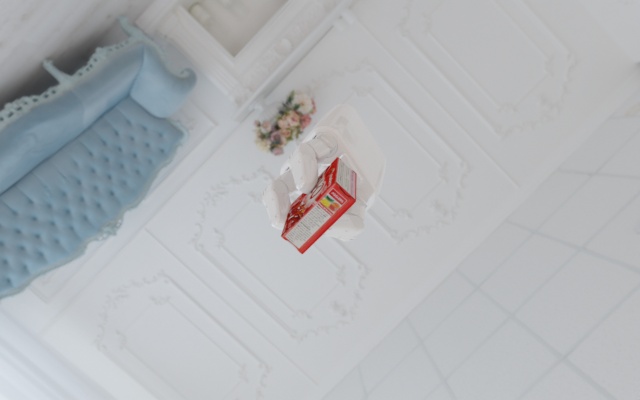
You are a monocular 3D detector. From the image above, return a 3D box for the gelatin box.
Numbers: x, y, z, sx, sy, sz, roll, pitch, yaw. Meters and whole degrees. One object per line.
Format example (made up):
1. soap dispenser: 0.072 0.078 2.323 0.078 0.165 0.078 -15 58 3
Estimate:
1. gelatin box: 0.000 0.002 0.462 0.030 0.073 0.089 41 18 -11
